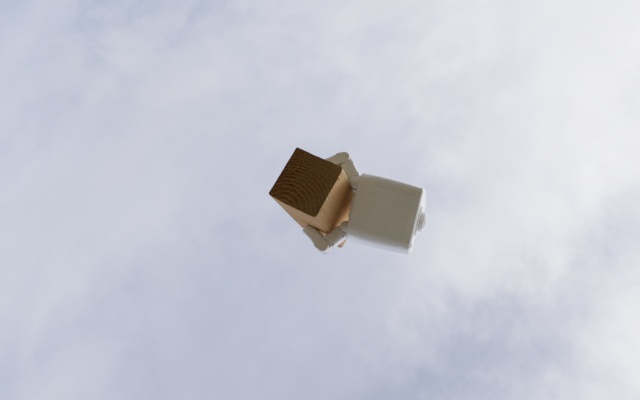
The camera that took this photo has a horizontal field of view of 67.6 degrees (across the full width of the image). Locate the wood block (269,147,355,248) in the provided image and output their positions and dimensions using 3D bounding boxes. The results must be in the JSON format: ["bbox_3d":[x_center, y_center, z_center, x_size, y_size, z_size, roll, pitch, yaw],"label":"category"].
[{"bbox_3d":[0.000,0.003,0.821,0.090,0.091,0.206,26,-11,21],"label":"wood block"}]
